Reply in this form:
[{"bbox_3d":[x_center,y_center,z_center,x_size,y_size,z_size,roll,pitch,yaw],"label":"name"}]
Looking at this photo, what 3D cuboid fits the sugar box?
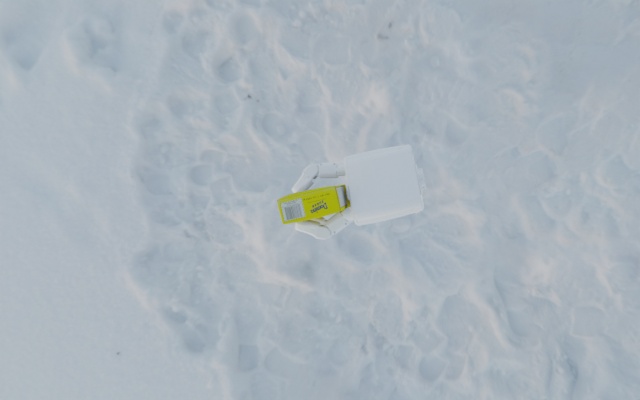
[{"bbox_3d":[0.000,0.003,0.781,0.093,0.048,0.176,-12,-2,13],"label":"sugar box"}]
